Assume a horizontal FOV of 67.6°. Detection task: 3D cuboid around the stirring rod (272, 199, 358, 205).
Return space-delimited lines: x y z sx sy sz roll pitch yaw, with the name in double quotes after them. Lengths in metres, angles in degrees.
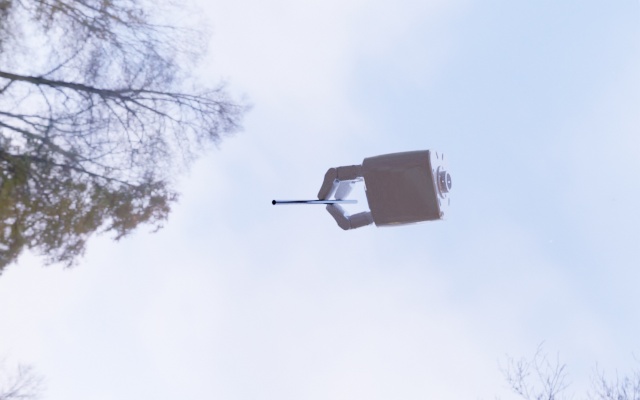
0.000 0.002 0.745 0.011 0.011 0.239 0 0 32 "stirring rod"
